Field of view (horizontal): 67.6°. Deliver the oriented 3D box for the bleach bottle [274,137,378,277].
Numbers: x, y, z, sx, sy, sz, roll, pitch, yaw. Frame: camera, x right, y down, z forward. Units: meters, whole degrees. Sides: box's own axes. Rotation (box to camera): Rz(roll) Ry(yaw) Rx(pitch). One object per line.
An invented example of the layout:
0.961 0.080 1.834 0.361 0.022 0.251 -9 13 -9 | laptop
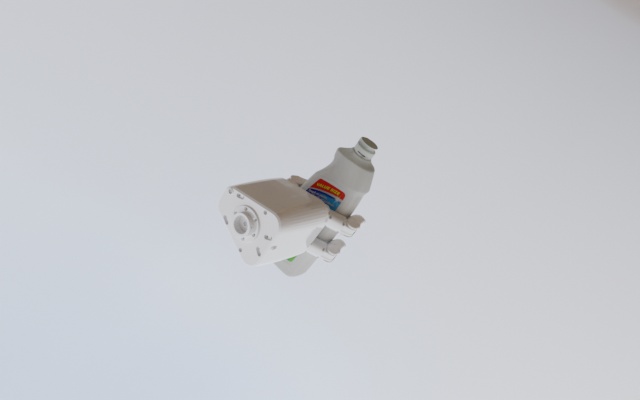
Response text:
0.000 0.003 0.741 0.102 0.251 0.068 47 30 21 | bleach bottle
